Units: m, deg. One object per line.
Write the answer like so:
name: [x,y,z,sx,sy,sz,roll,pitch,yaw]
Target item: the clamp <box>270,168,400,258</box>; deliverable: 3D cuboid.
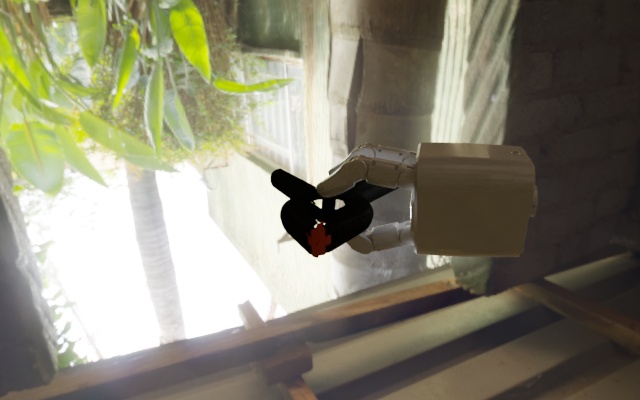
clamp: [0.000,0.003,0.519,0.164,0.036,0.210,2,21,13]
